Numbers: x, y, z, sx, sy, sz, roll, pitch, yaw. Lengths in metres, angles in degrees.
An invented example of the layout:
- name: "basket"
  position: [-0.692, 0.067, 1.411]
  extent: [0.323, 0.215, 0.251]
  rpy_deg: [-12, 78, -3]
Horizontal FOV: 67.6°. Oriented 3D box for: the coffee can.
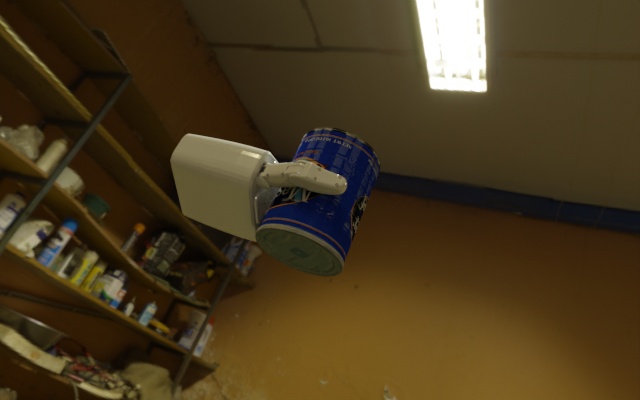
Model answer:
- name: "coffee can"
  position: [0.000, 0.002, 0.551]
  extent: [0.103, 0.140, 0.103]
  rpy_deg: [18, -28, 10]
